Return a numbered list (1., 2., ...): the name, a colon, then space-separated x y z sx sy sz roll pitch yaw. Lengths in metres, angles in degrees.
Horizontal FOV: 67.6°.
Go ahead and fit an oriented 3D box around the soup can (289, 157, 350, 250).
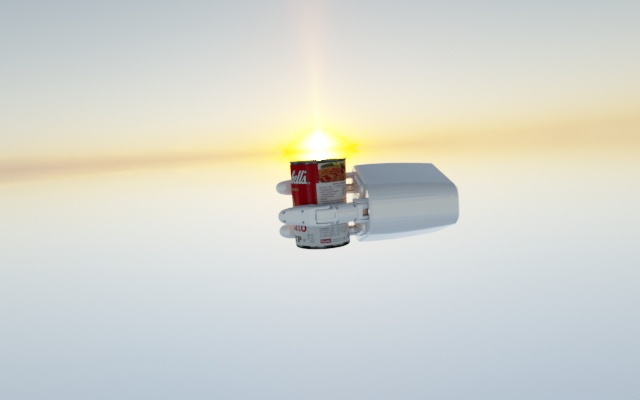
1. soup can: 0.000 0.002 0.567 0.068 0.102 0.068 -4 6 0
